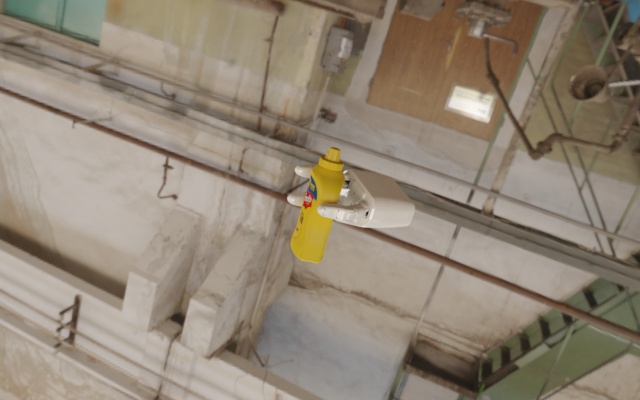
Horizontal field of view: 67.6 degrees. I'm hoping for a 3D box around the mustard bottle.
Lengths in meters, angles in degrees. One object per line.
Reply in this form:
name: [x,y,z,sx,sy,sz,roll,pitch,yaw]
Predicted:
mustard bottle: [0.000,0.003,0.812,0.058,0.192,0.096,13,17,-13]
